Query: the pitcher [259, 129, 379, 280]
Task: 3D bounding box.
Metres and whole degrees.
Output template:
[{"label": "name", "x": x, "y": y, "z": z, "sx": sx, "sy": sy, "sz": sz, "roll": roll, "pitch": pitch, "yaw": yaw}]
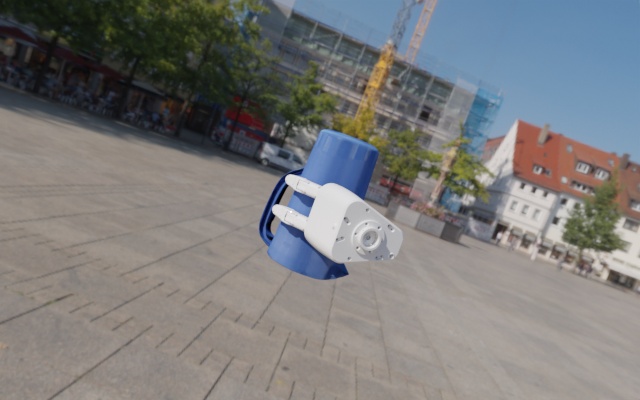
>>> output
[{"label": "pitcher", "x": 0.000, "y": 0.003, "z": 0.828, "sx": 0.149, "sy": 0.243, "sz": 0.145, "roll": 19, "pitch": 5, "yaw": -21}]
